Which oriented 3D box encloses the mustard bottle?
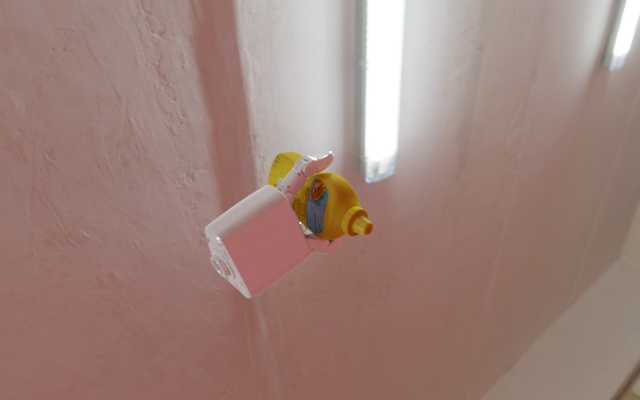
[{"bbox_3d":[0.000,0.002,0.690,0.058,0.096,0.191,-11,30,-41],"label":"mustard bottle"}]
